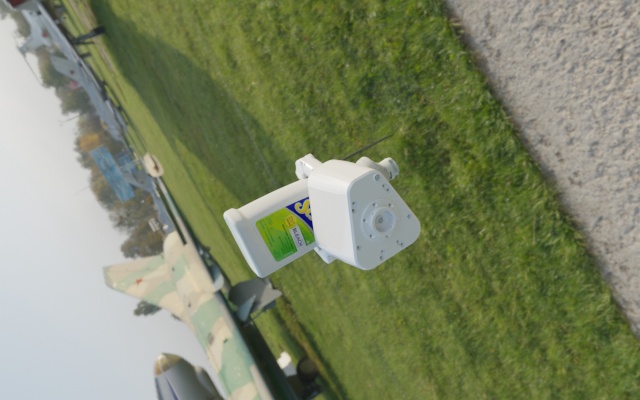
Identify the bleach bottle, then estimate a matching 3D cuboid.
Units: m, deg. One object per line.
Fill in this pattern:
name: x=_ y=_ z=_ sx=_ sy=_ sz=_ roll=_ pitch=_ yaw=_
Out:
bleach bottle: x=0.000 y=0.002 z=0.667 sx=0.251 sy=0.103 sz=0.068 roll=-30 pitch=21 yaw=-17
